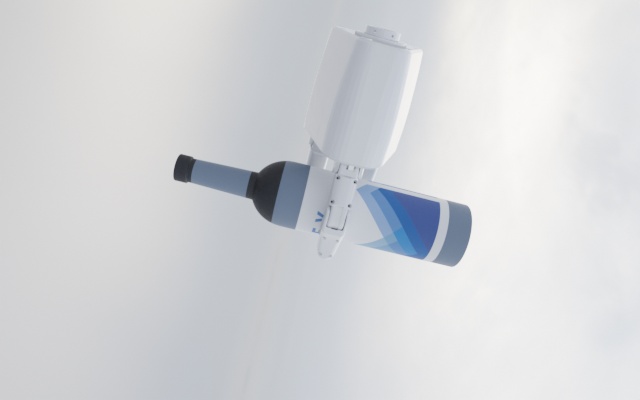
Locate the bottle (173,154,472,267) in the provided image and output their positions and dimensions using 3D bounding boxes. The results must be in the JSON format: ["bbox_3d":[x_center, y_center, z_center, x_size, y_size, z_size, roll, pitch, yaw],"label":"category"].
[{"bbox_3d":[0.000,0.002,0.485,0.296,0.069,0.069,14,-1,-4],"label":"bottle"}]
